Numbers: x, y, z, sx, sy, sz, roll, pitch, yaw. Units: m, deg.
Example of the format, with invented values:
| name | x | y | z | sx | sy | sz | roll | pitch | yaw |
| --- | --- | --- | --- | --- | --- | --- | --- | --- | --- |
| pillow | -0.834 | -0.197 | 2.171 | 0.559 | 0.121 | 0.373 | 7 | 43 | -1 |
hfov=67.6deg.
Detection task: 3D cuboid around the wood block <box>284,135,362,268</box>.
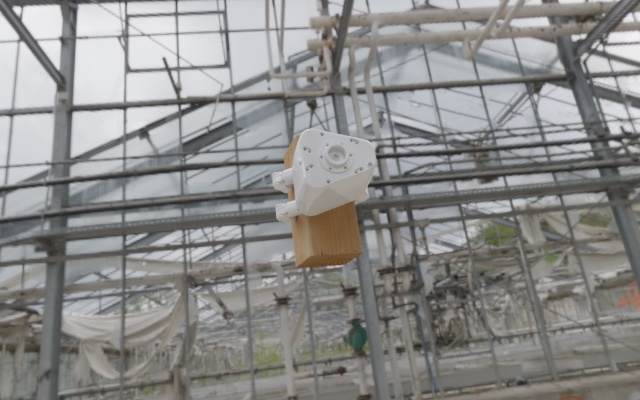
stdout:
| name | x | y | z | sx | sy | sz | roll | pitch | yaw |
| --- | --- | --- | --- | --- | --- | --- | --- | --- | --- |
| wood block | 0.001 | 0.002 | 0.812 | 0.091 | 0.206 | 0.090 | 0 | -20 | -20 |
